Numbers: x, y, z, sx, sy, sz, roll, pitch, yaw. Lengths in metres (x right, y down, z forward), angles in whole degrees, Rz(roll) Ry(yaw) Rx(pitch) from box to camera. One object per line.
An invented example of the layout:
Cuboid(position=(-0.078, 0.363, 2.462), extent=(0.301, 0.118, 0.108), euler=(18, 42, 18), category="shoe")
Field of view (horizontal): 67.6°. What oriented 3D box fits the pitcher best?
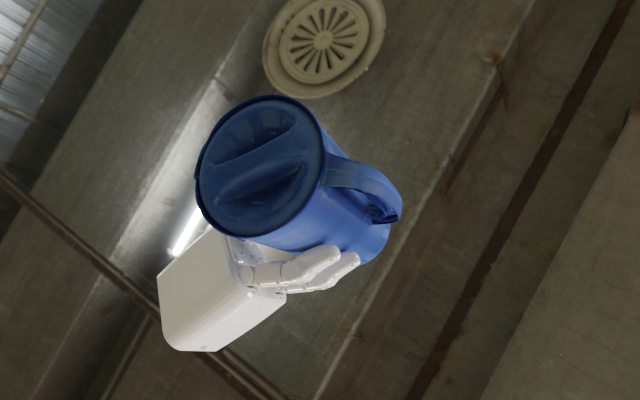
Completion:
Cuboid(position=(0.000, 0.002, 0.508), extent=(0.145, 0.149, 0.243), euler=(-40, -29, 9), category="pitcher")
